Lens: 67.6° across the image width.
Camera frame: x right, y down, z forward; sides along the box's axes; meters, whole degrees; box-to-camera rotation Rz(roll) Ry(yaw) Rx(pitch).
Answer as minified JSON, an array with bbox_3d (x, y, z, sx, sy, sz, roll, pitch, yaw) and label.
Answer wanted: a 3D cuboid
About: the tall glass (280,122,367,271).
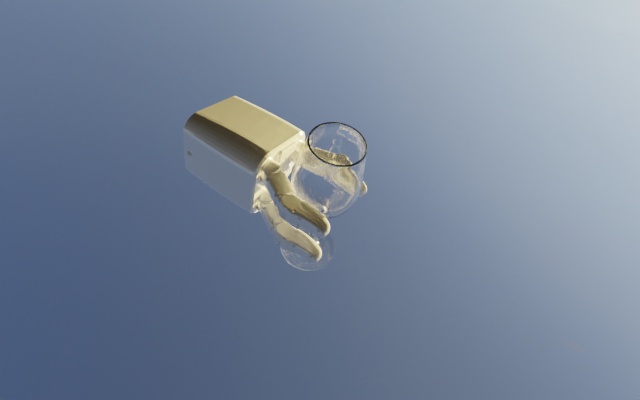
[{"bbox_3d":[0.000,0.002,0.556,0.079,0.079,0.201,0,-36,-13],"label":"tall glass"}]
